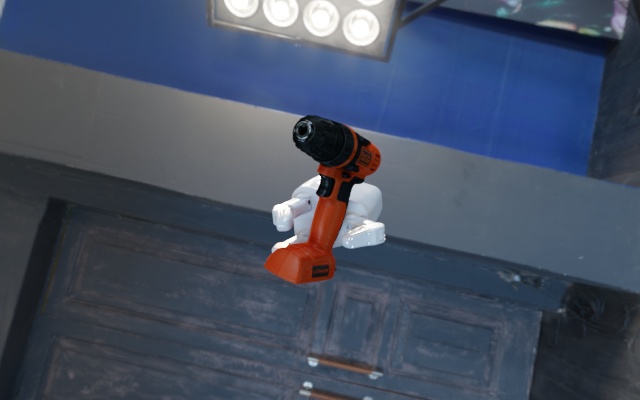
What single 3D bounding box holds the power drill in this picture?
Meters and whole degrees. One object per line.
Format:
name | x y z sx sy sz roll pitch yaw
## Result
power drill | 0.000 0.002 0.560 0.057 0.187 0.184 24 6 28
